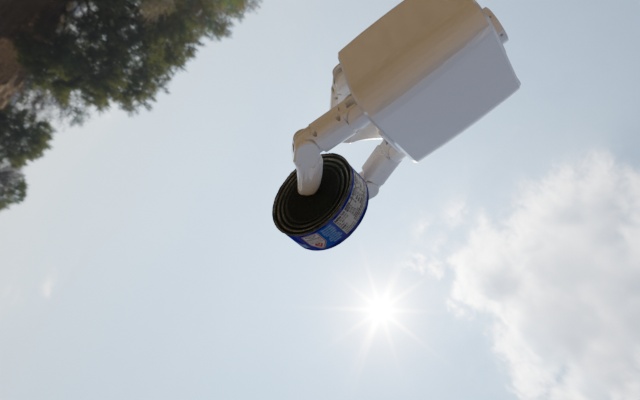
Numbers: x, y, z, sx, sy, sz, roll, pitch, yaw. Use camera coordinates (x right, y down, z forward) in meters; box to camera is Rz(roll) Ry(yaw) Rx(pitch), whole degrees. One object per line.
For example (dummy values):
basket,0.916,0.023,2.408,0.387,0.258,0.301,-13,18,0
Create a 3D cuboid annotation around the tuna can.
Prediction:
tuna can,0.000,0.002,0.428,0.086,0.086,0.034,0,-32,42
